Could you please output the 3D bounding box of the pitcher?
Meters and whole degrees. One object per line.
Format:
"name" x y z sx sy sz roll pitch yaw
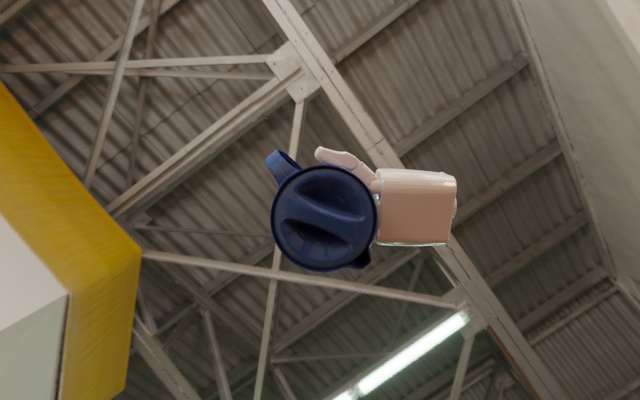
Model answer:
"pitcher" 0.000 0.002 0.697 0.145 0.149 0.243 2 6 1
